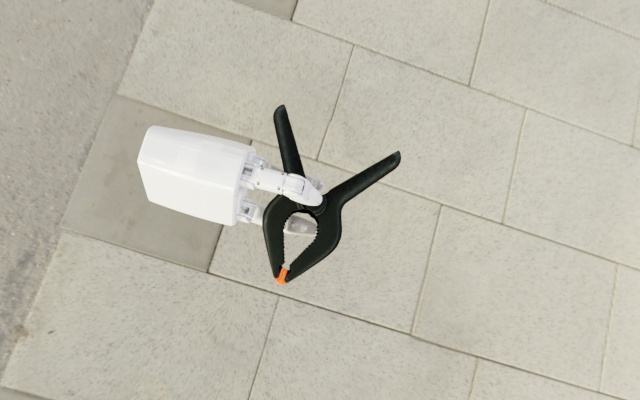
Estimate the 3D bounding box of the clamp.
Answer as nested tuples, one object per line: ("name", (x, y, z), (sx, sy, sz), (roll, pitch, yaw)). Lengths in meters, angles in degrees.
("clamp", (0.000, 0.002, 0.565), (0.164, 0.210, 0.036), (15, -12, -1))
